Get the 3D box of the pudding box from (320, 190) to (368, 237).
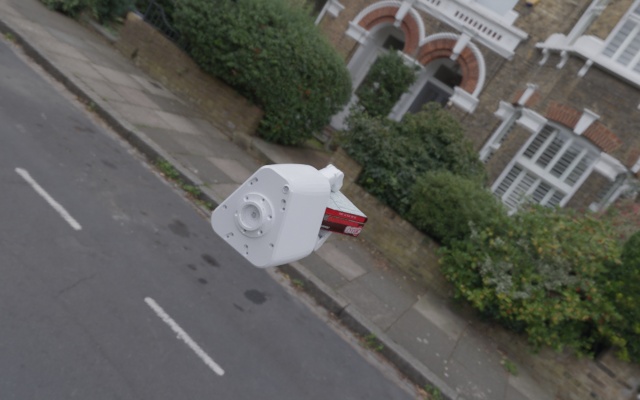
[{"bbox_3d":[0.000,0.002,0.670,0.090,0.039,0.113,17,22,-43],"label":"pudding box"}]
